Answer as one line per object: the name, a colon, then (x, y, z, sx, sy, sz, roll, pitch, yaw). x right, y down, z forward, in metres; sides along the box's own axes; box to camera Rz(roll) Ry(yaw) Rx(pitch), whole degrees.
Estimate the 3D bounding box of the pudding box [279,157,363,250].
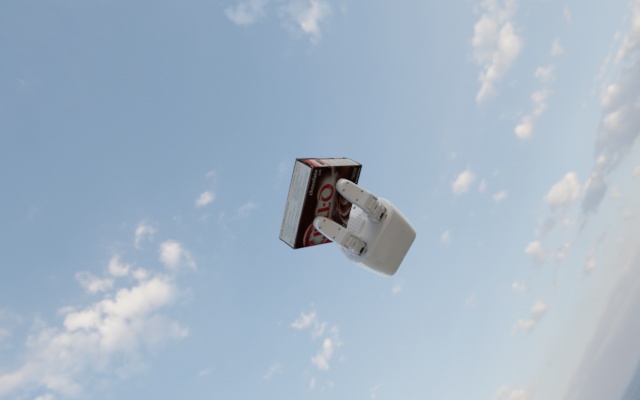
pudding box: (0.000, 0.002, 0.613, 0.090, 0.113, 0.039, -7, 25, -45)
